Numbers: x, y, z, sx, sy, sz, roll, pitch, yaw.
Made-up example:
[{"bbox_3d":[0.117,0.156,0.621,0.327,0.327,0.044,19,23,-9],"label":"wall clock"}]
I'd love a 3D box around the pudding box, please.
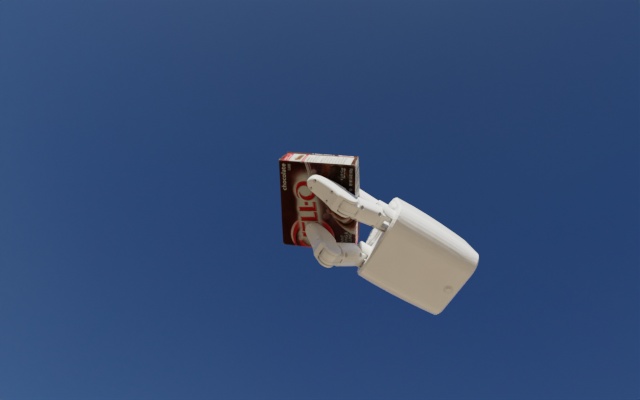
[{"bbox_3d":[0.000,0.002,0.565,0.090,0.113,0.039,5,23,13],"label":"pudding box"}]
